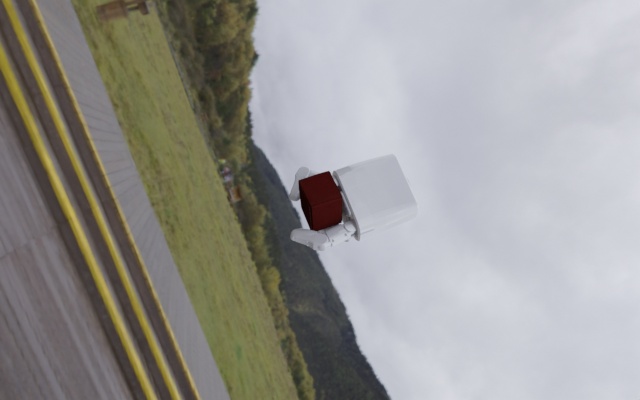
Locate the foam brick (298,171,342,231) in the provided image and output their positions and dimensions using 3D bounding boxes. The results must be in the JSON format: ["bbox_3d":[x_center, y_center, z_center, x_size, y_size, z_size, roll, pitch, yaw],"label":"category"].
[{"bbox_3d":[0.000,0.002,0.723,0.051,0.053,0.078,-18,-31,-10],"label":"foam brick"}]
